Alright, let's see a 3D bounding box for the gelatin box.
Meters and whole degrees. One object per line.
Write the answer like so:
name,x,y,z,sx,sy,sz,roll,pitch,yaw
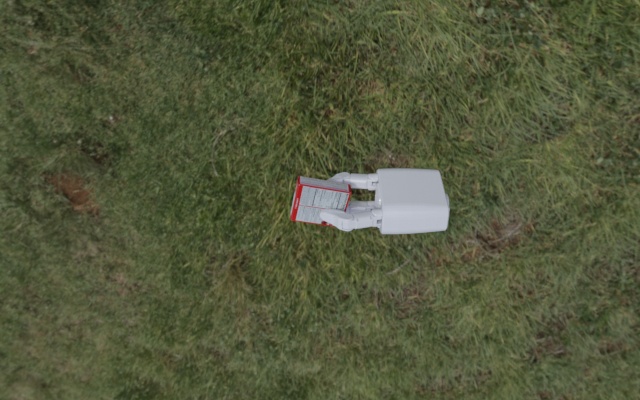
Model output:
gelatin box,0.000,0.003,0.786,0.089,0.073,0.030,8,34,-9
